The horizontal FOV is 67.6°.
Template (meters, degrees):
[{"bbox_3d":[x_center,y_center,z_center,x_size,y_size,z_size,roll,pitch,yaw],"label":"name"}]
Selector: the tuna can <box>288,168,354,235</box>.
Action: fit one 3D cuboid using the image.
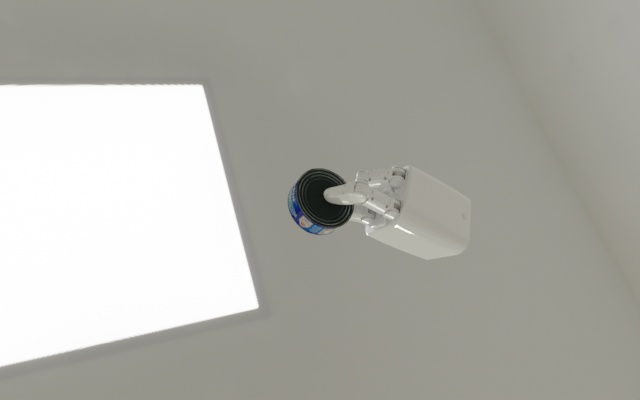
[{"bbox_3d":[0.000,0.002,0.638,0.086,0.086,0.034,0,-23,-29],"label":"tuna can"}]
